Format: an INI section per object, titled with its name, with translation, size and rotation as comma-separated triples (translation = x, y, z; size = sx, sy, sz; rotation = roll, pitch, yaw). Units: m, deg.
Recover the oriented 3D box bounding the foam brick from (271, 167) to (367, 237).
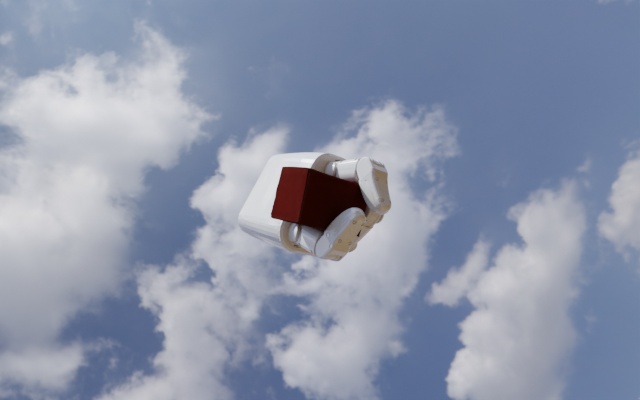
[foam brick]
translation = 0.000, 0.001, 0.464
size = 0.078, 0.053, 0.051
rotation = 16, -3, -37
